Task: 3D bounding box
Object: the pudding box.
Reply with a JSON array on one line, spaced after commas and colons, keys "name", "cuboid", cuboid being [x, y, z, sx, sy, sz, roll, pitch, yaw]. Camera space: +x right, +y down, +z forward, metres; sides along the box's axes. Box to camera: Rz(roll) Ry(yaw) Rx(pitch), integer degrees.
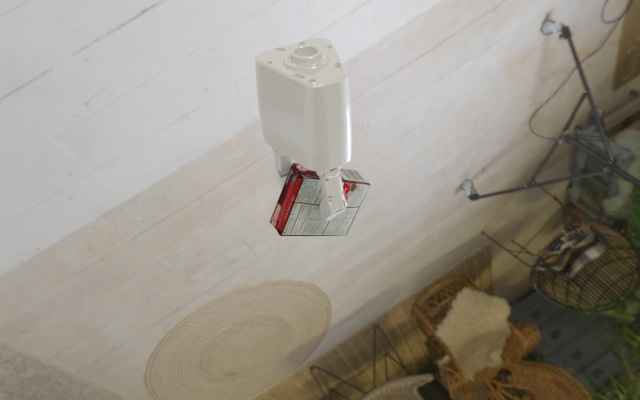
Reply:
[{"name": "pudding box", "cuboid": [0.000, 0.002, 0.623, 0.113, 0.090, 0.039, 5, 32, -35]}]
